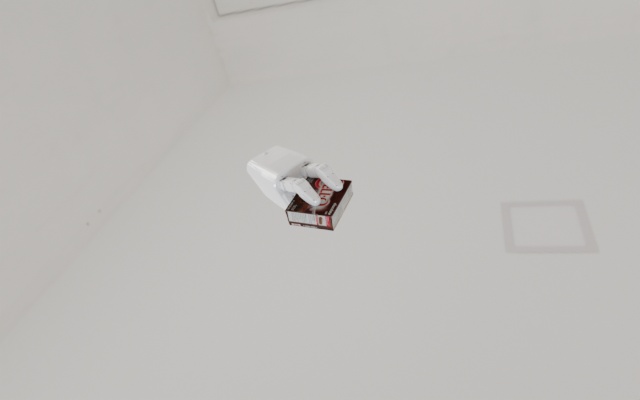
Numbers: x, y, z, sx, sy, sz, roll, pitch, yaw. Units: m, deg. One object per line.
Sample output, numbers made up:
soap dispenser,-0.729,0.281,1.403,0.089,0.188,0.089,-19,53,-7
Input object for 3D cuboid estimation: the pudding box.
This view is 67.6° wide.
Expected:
pudding box,0.000,0.003,0.867,0.090,0.039,0.113,6,41,22
